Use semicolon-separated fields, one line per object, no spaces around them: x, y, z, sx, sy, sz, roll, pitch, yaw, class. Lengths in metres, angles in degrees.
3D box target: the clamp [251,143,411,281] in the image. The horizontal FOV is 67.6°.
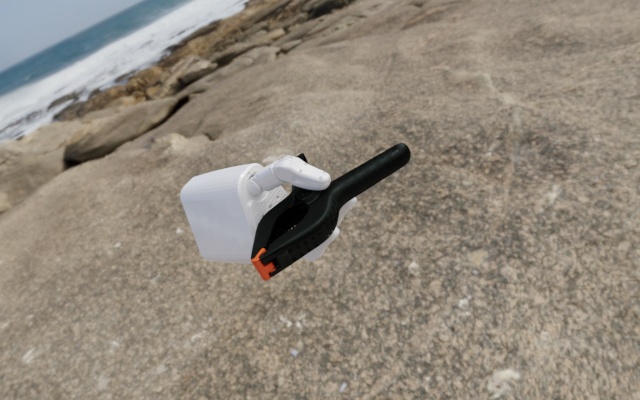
-0.001;0.001;0.518;0.164;0.036;0.210;-7;34;34;clamp
